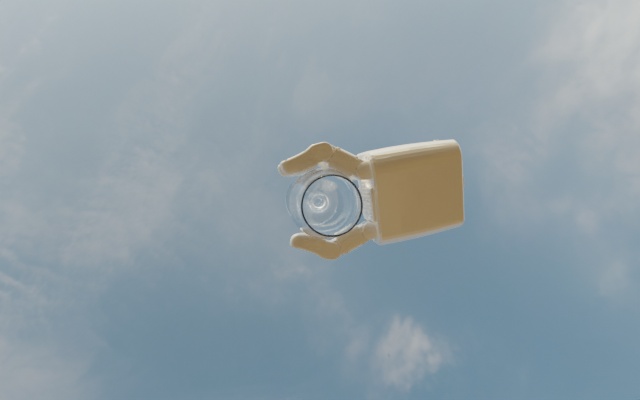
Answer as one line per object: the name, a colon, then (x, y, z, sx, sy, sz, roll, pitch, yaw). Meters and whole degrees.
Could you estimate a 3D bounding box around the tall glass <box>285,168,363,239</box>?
tall glass: (0.000, 0.002, 0.564, 0.079, 0.079, 0.201, 0, 2, -6)
